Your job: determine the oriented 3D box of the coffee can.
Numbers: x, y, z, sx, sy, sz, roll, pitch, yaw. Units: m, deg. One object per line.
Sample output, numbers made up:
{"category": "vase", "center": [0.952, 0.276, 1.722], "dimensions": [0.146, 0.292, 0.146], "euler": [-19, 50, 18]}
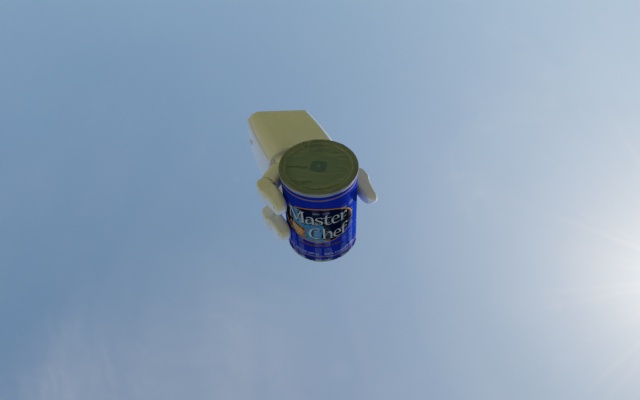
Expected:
{"category": "coffee can", "center": [0.000, 0.002, 0.657], "dimensions": [0.103, 0.102, 0.140], "euler": [0, -43, 3]}
